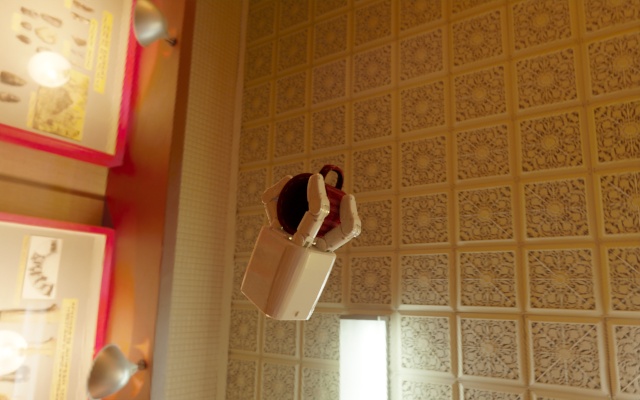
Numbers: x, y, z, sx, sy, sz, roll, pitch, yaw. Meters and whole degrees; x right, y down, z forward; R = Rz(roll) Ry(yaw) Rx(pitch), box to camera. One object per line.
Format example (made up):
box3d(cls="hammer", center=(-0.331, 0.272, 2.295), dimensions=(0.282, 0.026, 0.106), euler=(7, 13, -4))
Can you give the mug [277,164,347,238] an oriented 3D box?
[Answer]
box3d(cls="mug", center=(0.001, 0.001, 0.714), dimensions=(0.093, 0.117, 0.081), euler=(24, 3, 37))
